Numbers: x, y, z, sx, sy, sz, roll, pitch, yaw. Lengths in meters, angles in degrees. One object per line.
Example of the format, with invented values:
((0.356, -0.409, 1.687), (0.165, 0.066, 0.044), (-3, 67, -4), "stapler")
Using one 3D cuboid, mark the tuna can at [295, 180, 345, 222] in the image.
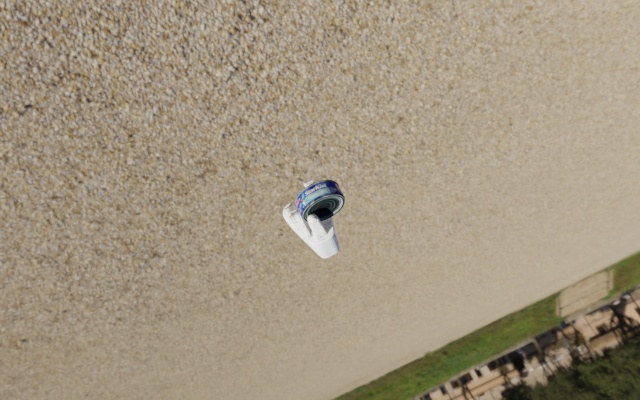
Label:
((0.000, 0.003, 0.854), (0.086, 0.033, 0.086), (-19, -30, -12), "tuna can")
